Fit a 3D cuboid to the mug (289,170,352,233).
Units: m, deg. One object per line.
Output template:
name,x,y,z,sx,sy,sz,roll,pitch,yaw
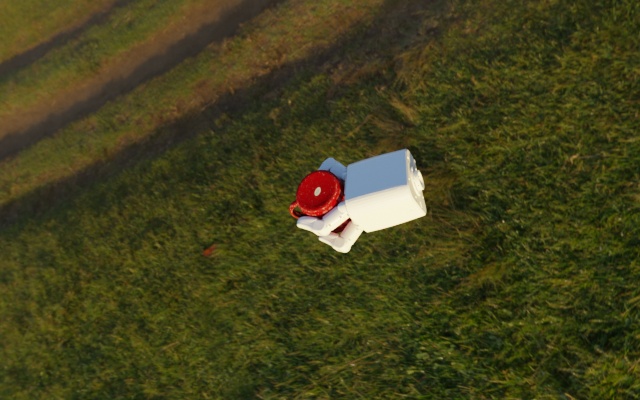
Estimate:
mug,-0.001,0.003,0.821,0.117,0.093,0.081,-17,-31,22
